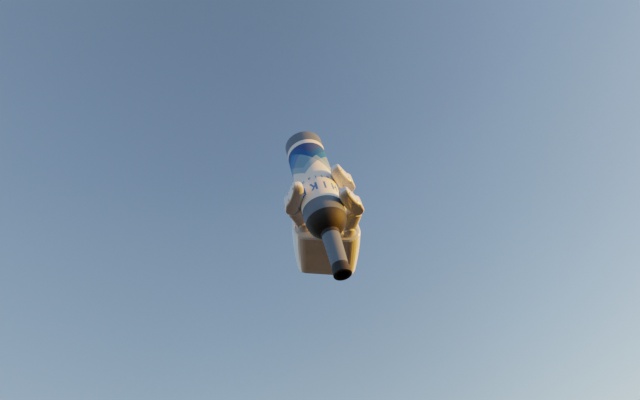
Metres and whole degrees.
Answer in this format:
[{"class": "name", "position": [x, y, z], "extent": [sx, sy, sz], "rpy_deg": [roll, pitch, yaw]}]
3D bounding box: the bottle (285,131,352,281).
[{"class": "bottle", "position": [0.000, 0.002, 0.768], "extent": [0.069, 0.069, 0.295], "rpy_deg": [0, 44, -17]}]
